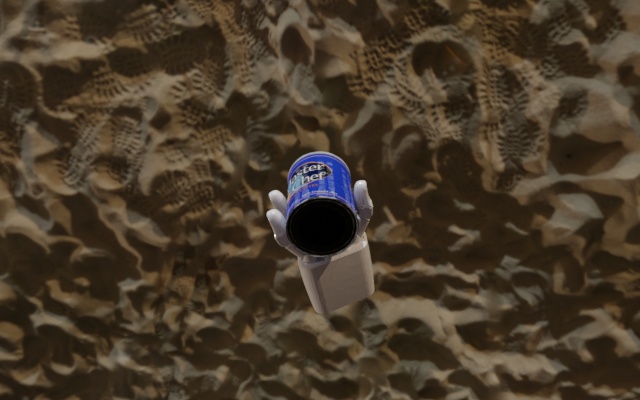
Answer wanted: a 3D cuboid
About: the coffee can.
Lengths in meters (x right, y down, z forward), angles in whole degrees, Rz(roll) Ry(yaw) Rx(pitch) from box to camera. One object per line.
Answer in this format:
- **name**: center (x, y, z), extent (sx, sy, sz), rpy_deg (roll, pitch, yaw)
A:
- **coffee can**: center (0.000, 0.002, 0.719), extent (0.103, 0.103, 0.140), rpy_deg (0, 32, -2)
